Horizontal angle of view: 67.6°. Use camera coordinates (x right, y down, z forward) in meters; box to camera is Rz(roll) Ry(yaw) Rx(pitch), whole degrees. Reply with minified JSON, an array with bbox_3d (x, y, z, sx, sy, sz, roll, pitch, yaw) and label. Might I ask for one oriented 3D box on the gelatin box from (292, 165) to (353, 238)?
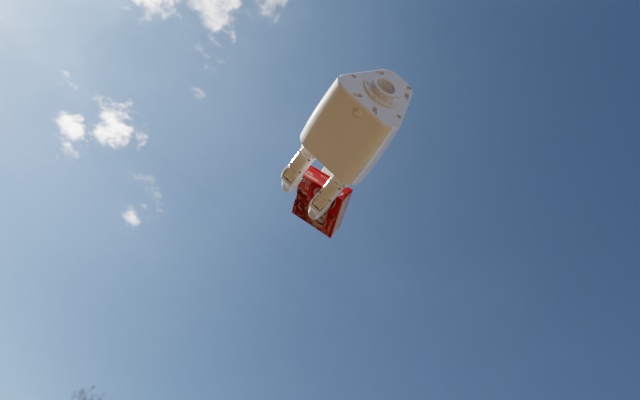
[{"bbox_3d":[0.000,0.002,0.690,0.073,0.089,0.030,33,50,15],"label":"gelatin box"}]
